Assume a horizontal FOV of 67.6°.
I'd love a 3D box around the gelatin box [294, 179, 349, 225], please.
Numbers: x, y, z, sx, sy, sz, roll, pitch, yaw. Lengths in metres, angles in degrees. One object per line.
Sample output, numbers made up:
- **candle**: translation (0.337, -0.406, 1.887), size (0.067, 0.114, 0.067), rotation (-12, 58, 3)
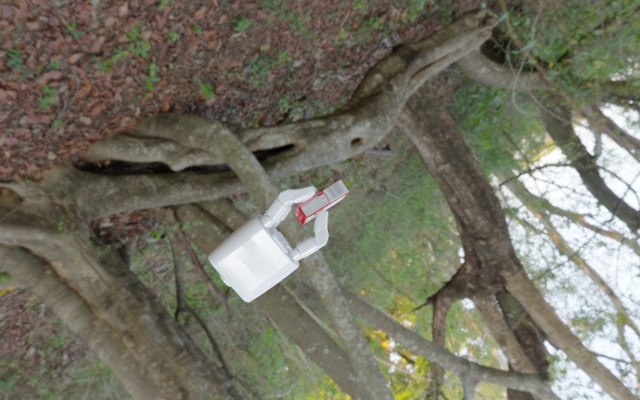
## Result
- **gelatin box**: translation (0.001, 0.003, 0.815), size (0.089, 0.030, 0.073), rotation (-32, -5, -11)
